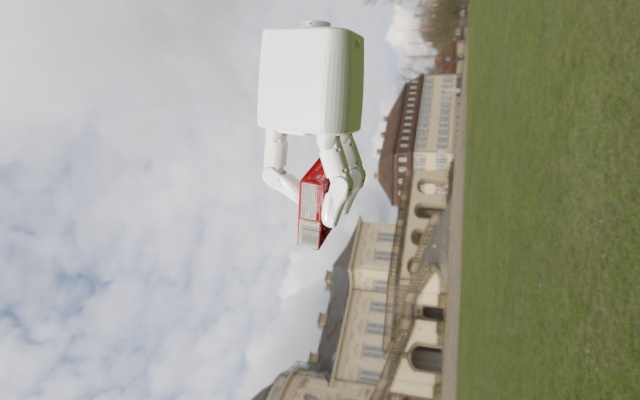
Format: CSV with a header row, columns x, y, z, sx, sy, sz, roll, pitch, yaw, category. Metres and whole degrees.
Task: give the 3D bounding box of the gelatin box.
x,y,z,sx,sy,sz,roll,pitch,yaw,category
0.000,0.002,0.560,0.030,0.089,0.073,12,28,15,gelatin box
